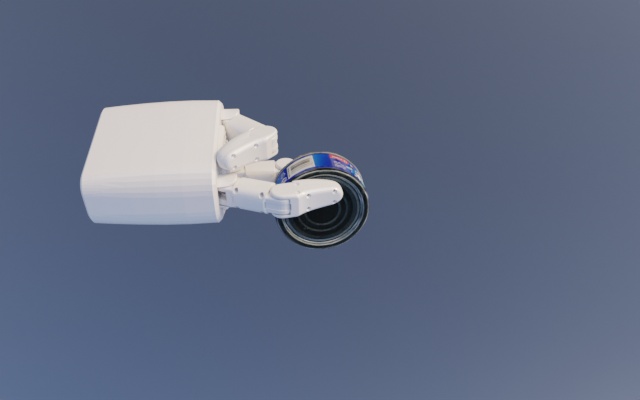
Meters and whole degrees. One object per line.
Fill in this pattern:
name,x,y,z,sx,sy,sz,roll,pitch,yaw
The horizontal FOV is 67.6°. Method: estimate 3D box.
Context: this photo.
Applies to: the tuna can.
tuna can,0.000,0.002,0.430,0.086,0.086,0.033,0,31,-9
